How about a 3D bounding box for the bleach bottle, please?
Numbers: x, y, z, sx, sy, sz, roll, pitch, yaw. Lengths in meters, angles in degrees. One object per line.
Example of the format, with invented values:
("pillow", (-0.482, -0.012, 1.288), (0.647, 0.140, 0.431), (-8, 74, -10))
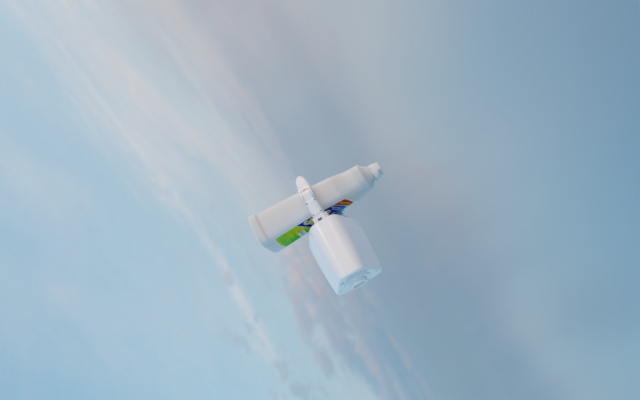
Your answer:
("bleach bottle", (0.000, 0.003, 0.872), (0.251, 0.068, 0.103), (-31, -22, 3))
